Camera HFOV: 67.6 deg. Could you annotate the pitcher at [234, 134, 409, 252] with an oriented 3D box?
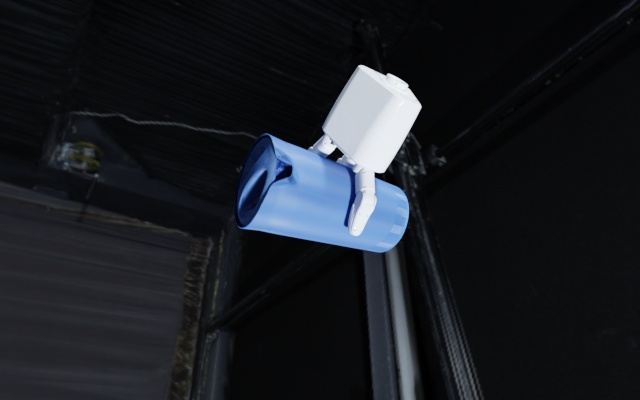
[{"bbox_3d":[0.000,0.002,0.709,0.243,0.145,0.149,16,26,-27],"label":"pitcher"}]
